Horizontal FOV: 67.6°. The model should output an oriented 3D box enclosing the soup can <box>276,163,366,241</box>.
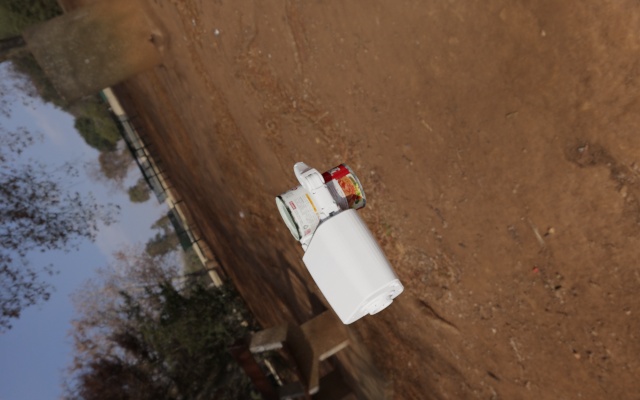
[{"bbox_3d":[0.000,0.002,0.641,0.102,0.068,0.068,-27,6,-13],"label":"soup can"}]
